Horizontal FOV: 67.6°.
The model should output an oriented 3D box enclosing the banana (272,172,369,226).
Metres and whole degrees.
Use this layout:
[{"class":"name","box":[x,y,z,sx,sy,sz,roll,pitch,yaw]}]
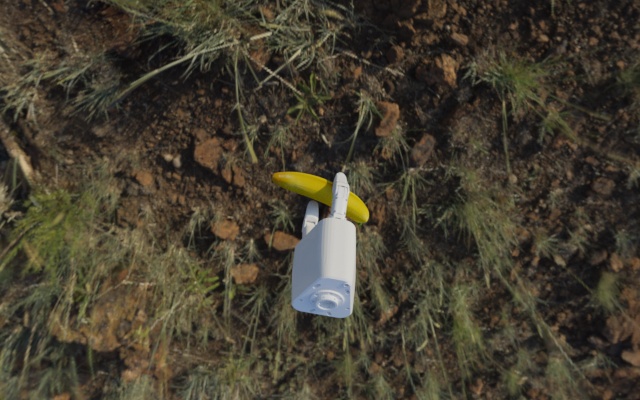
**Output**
[{"class":"banana","box":[0.014,-0.003,0.798,0.198,0.037,0.070,29,-39,-27]}]
